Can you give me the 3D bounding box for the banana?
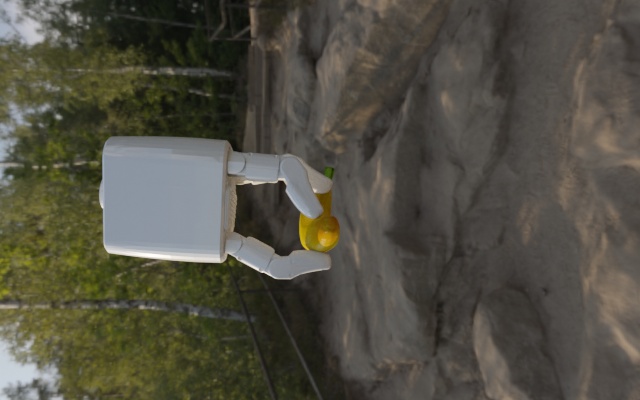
[{"bbox_3d":[-0.003,0.018,0.515,0.037,0.070,0.197,8,18,-4],"label":"banana"}]
